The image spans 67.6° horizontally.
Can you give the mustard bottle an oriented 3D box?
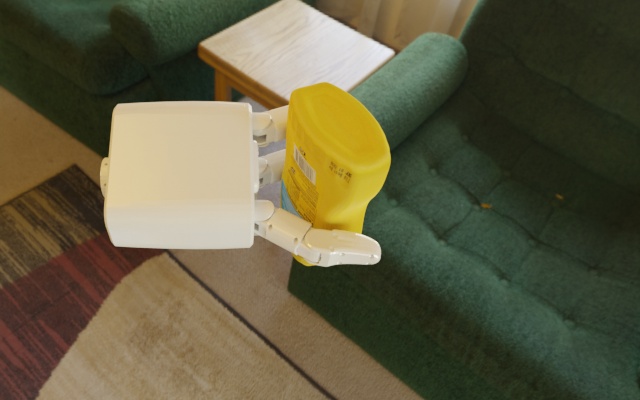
[{"bbox_3d":[0.000,0.001,0.414,0.058,0.096,0.192,-22,-31,-25],"label":"mustard bottle"}]
